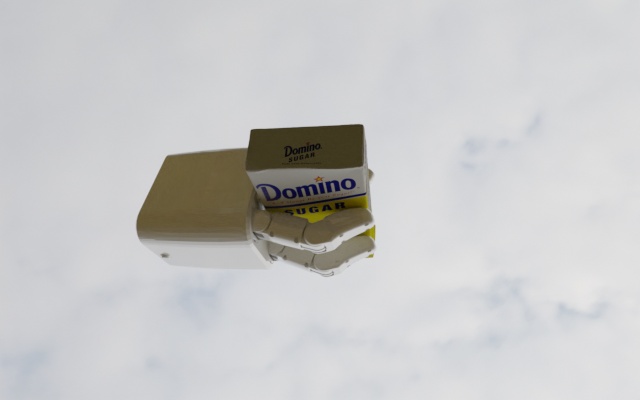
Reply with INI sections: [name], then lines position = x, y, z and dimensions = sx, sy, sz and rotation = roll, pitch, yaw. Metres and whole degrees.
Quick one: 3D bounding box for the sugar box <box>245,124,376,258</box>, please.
[sugar box]
position = 0.000, 0.002, 0.435
dimensions = 0.093, 0.048, 0.176
rotation = -2, -27, 9
